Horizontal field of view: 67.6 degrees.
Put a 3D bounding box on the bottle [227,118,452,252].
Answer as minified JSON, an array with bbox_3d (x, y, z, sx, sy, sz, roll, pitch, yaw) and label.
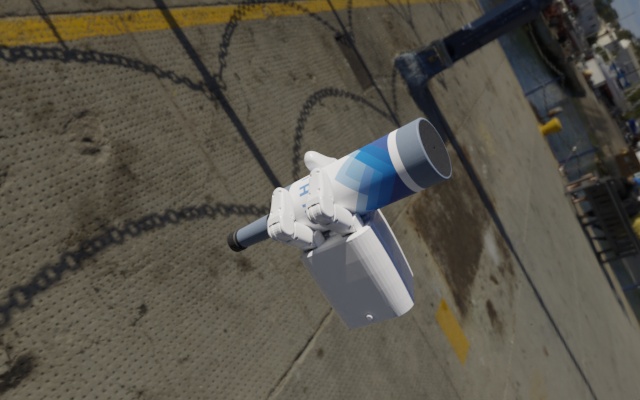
[{"bbox_3d":[0.000,0.002,0.546,0.296,0.069,0.069,-25,-14,33],"label":"bottle"}]
